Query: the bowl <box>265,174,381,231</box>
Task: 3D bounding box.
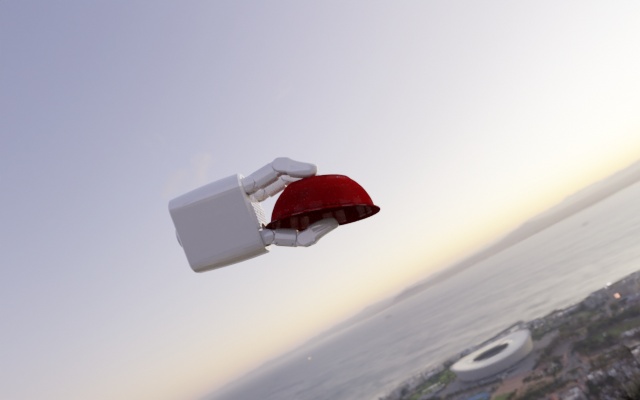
[{"bbox_3d":[0.001,0.002,0.667,0.162,0.055,0.162,-9,-12,-2],"label":"bowl"}]
